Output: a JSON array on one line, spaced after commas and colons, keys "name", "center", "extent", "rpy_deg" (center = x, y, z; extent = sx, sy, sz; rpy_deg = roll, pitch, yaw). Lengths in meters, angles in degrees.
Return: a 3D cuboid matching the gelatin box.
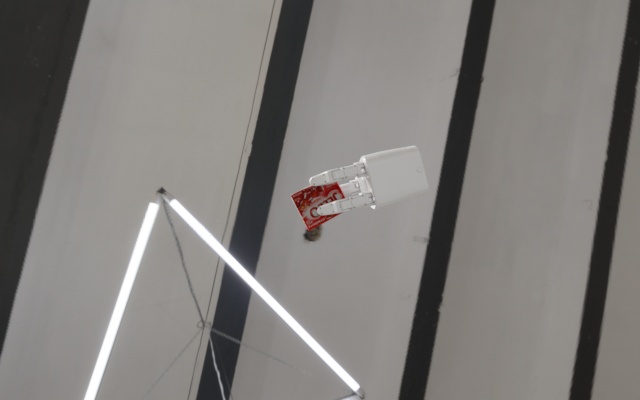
[{"name": "gelatin box", "center": [0.000, 0.003, 0.875], "extent": [0.089, 0.073, 0.030], "rpy_deg": [-28, 2, -4]}]
